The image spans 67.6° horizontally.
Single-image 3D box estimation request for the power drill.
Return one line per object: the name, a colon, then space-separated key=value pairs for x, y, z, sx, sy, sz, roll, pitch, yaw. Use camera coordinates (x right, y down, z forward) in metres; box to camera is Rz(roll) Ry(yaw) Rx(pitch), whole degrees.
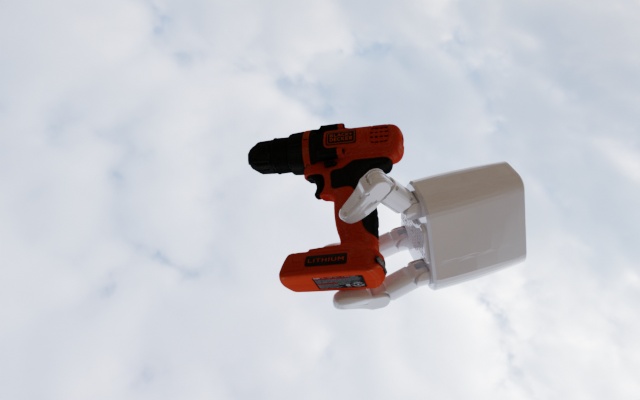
power drill: x=0.000 y=0.002 z=0.518 sx=0.184 sy=0.187 sz=0.057 roll=-6 pitch=-28 yaw=15
